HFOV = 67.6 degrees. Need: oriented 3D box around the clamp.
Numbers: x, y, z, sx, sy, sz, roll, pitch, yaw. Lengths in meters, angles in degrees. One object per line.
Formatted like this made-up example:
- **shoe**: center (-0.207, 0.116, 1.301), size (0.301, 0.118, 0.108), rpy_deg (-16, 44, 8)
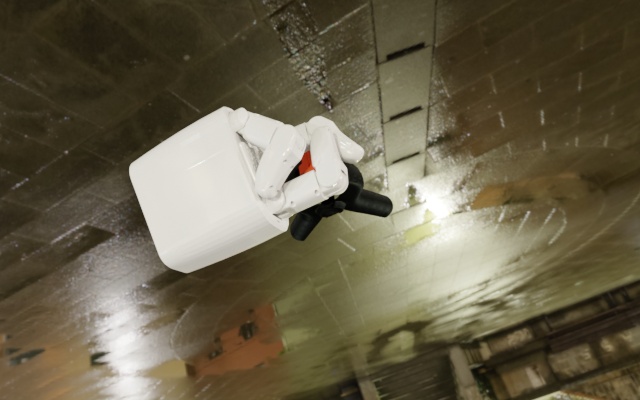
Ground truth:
- **clamp**: center (0.000, 0.002, 0.488), size (0.120, 0.039, 0.171), rpy_deg (-26, -27, 13)
